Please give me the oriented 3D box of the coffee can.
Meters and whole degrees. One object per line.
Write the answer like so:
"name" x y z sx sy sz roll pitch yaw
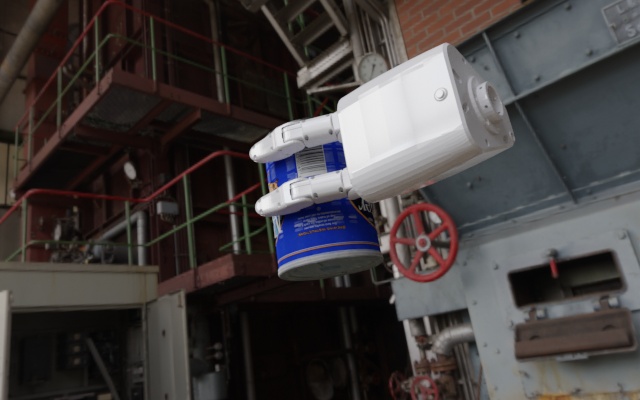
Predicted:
"coffee can" 0.000 0.002 0.483 0.103 0.140 0.103 -8 -18 -3
